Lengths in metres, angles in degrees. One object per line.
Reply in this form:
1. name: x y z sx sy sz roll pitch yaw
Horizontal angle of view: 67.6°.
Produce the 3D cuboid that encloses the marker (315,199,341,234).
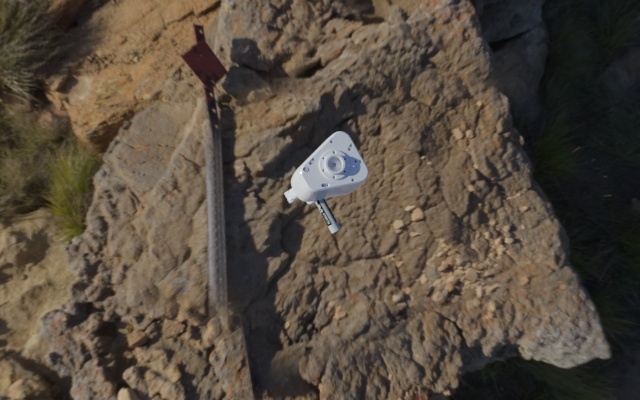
1. marker: 0.000 0.003 0.866 0.020 0.121 0.020 -29 -2 -1
